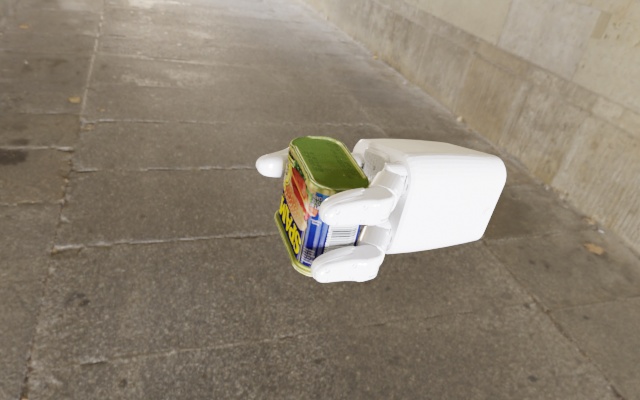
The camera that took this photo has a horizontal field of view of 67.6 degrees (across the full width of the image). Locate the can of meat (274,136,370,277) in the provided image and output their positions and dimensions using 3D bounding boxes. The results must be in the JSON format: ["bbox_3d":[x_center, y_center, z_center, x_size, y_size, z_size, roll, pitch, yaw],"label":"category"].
[{"bbox_3d":[0.000,0.001,0.418,0.057,0.084,0.102,-1,33,-20],"label":"can of meat"}]
